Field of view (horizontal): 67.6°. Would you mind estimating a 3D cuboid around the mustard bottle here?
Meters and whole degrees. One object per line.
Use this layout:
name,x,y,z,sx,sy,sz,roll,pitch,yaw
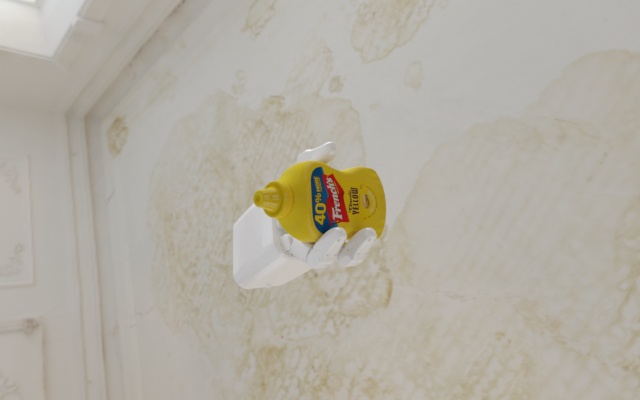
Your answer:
mustard bottle,0.001,0.002,0.572,0.058,0.096,0.191,-8,-8,44
